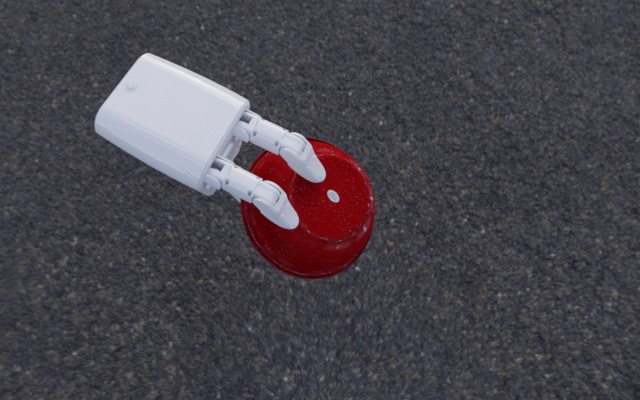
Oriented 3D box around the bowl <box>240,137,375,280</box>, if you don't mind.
[{"bbox_3d":[0.001,0.002,0.510,0.162,0.162,0.055,0,-11,-25],"label":"bowl"}]
